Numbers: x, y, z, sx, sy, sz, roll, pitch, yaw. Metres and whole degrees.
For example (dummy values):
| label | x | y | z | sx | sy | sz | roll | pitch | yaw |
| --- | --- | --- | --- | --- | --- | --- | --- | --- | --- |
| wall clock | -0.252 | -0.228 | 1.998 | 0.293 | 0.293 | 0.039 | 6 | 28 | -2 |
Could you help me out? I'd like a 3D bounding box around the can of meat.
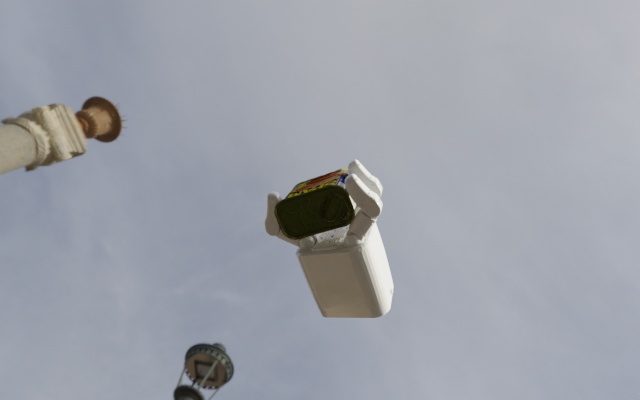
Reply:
| label | x | y | z | sx | sy | sz | roll | pitch | yaw |
| --- | --- | --- | --- | --- | --- | --- | --- | --- | --- |
| can of meat | 0.000 | 0.002 | 0.639 | 0.102 | 0.057 | 0.084 | -17 | 15 | 18 |
